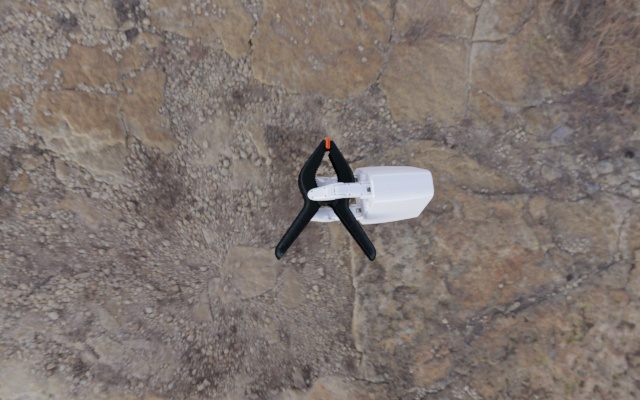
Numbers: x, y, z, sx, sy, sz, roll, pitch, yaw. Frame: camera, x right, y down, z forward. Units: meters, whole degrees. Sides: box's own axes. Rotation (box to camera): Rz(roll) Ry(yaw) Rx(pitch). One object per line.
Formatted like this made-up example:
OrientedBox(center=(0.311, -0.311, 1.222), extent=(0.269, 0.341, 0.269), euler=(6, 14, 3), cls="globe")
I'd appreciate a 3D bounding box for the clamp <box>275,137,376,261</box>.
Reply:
OrientedBox(center=(0.000, 0.002, 0.781), extent=(0.164, 0.210, 0.036), euler=(-5, -8, -9), cls="clamp")
